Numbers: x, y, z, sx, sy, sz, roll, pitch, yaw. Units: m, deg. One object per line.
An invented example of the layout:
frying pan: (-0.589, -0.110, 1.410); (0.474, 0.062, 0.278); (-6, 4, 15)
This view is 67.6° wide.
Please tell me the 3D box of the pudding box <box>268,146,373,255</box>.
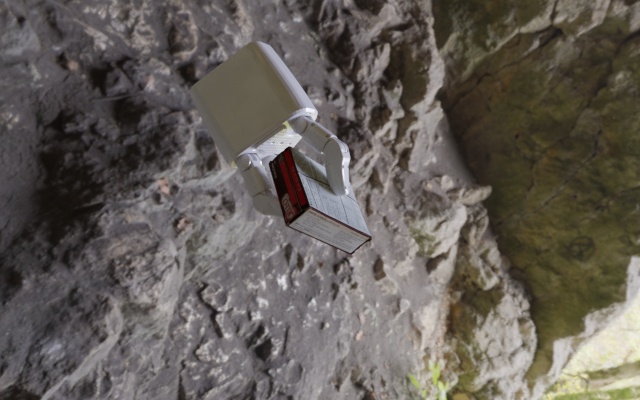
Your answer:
pudding box: (0.000, 0.002, 0.526); (0.039, 0.090, 0.113); (-39, -42, 25)
